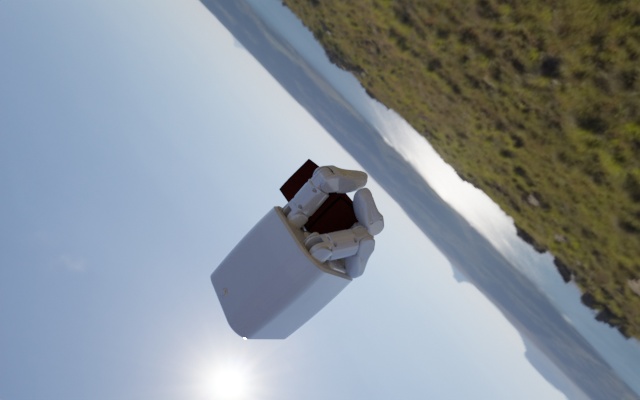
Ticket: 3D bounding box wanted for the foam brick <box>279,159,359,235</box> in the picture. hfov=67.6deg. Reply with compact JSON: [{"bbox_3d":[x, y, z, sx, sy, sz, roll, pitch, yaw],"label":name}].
[{"bbox_3d":[0.000,0.002,0.529,0.053,0.051,0.078,37,11,-45],"label":"foam brick"}]
